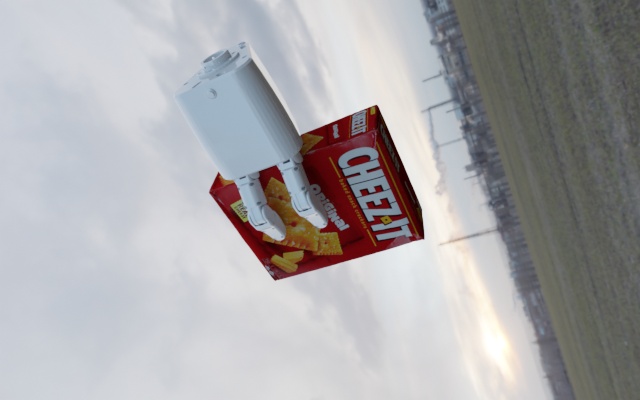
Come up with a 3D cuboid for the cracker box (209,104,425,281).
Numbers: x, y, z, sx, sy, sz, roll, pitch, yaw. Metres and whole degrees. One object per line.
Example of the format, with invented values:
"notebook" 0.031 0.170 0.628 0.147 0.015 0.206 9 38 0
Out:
"cracker box" 0.000 0.002 0.586 0.214 0.164 0.072 -18 32 19
